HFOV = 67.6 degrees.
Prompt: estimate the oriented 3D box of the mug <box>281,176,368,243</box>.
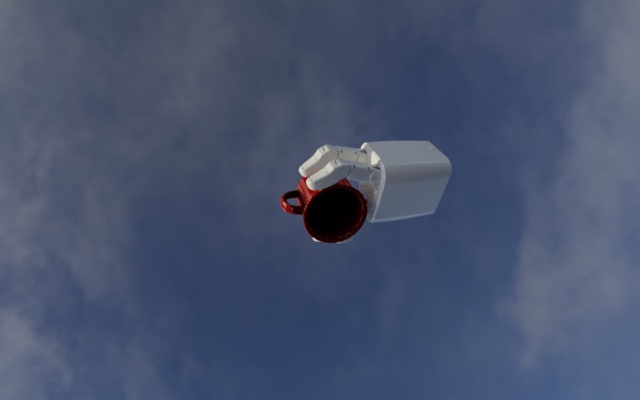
[{"bbox_3d":[-0.001,0.002,0.693,0.117,0.093,0.081,-3,29,-14],"label":"mug"}]
